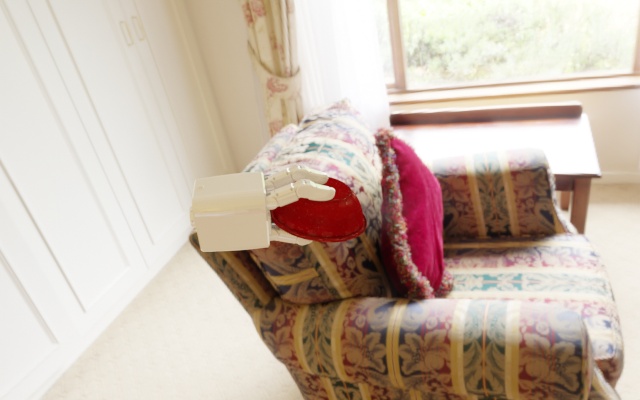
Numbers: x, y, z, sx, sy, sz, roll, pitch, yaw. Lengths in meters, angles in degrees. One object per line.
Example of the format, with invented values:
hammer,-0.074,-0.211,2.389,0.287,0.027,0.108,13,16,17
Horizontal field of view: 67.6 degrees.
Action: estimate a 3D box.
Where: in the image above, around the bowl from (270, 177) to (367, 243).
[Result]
bowl,0.001,0.002,0.767,0.162,0.055,0.162,8,26,-4
